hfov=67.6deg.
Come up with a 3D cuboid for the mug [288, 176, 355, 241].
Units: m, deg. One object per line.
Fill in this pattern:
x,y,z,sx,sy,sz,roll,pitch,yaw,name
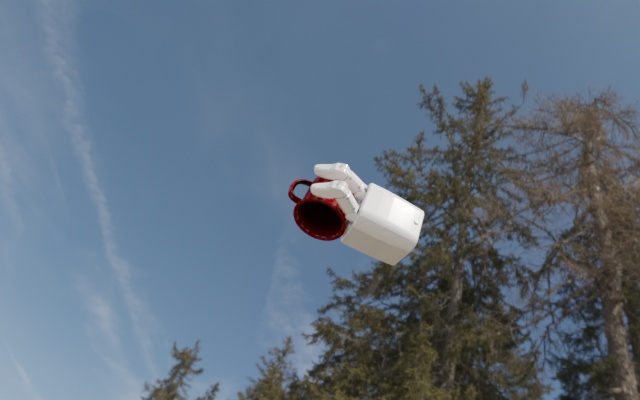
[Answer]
-0.001,0.002,0.819,0.117,0.081,0.093,28,-44,-1,mug
